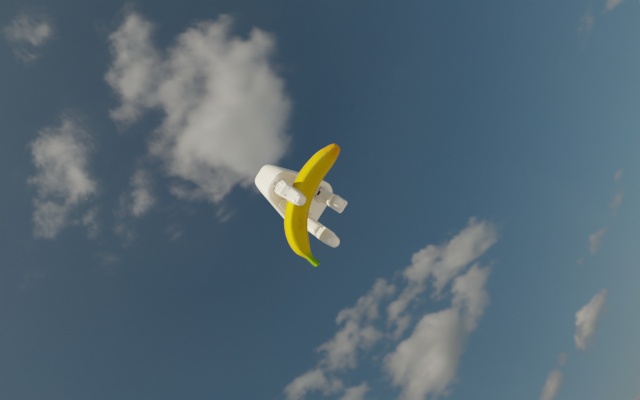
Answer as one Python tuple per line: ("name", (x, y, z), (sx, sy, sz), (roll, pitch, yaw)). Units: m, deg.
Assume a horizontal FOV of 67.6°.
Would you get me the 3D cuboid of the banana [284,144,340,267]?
("banana", (-0.019, 0.003, 0.763), (0.069, 0.198, 0.037), (10, 5, -2))
